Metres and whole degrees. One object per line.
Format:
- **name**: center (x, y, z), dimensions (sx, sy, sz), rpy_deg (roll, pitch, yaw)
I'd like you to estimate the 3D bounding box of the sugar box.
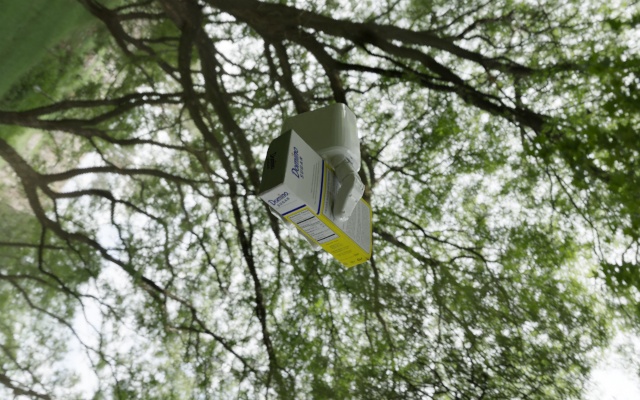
- **sugar box**: center (0.000, 0.002, 0.601), dimensions (0.048, 0.093, 0.176), rpy_deg (-26, -50, 31)
